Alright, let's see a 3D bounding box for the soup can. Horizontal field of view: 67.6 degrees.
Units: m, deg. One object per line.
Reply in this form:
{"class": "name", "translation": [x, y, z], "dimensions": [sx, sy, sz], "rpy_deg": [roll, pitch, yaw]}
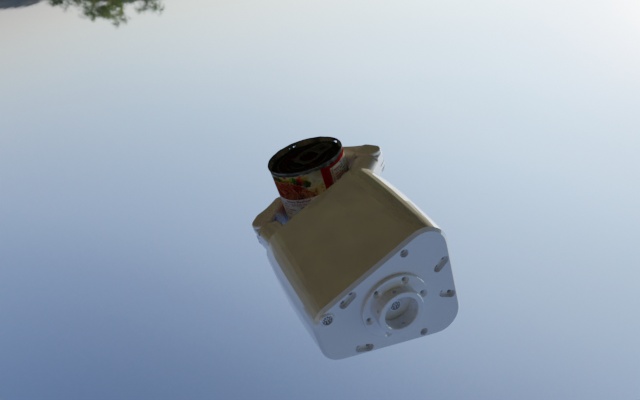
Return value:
{"class": "soup can", "translation": [0.000, 0.002, 0.440], "dimensions": [0.068, 0.102, 0.068], "rpy_deg": [-14, 30, 8]}
